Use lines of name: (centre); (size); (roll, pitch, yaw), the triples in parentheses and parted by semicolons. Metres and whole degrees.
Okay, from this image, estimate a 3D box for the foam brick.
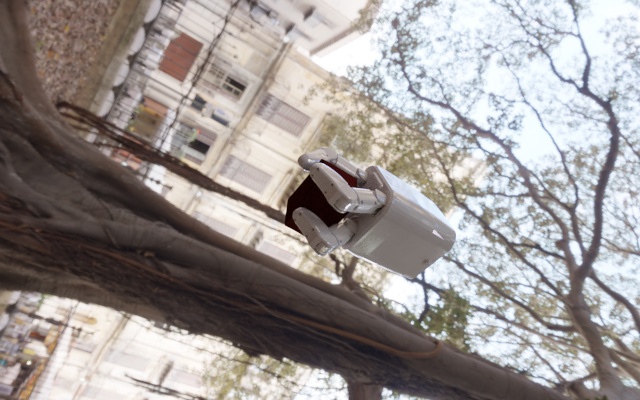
foam brick: (0.000, 0.002, 0.564); (0.051, 0.053, 0.078); (29, -54, -19)
